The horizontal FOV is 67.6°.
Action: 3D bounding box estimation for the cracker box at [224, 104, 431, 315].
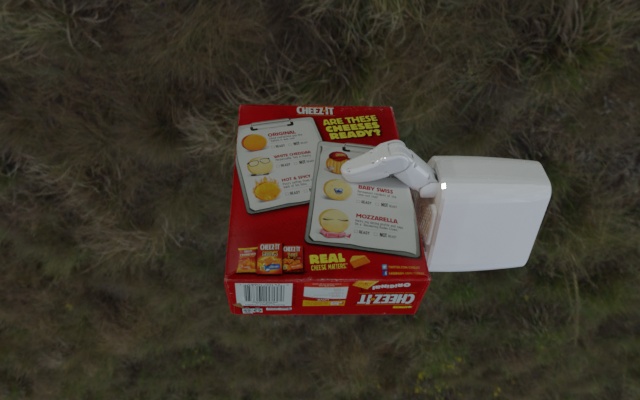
[{"bbox_3d":[0.000,0.002,0.458,0.164,0.213,0.072,0,-41,-5],"label":"cracker box"}]
